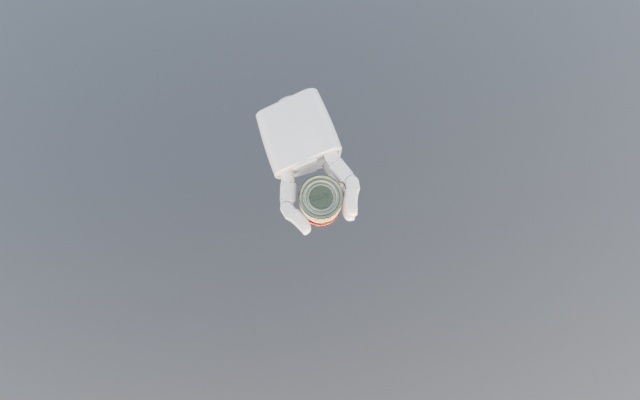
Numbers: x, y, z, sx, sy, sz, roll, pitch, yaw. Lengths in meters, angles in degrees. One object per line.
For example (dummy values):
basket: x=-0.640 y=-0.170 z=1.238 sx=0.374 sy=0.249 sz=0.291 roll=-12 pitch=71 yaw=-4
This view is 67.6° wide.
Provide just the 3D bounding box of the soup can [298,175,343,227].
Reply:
soup can: x=0.000 y=0.003 z=0.743 sx=0.068 sy=0.068 sz=0.102 roll=0 pitch=-10 yaw=-1
